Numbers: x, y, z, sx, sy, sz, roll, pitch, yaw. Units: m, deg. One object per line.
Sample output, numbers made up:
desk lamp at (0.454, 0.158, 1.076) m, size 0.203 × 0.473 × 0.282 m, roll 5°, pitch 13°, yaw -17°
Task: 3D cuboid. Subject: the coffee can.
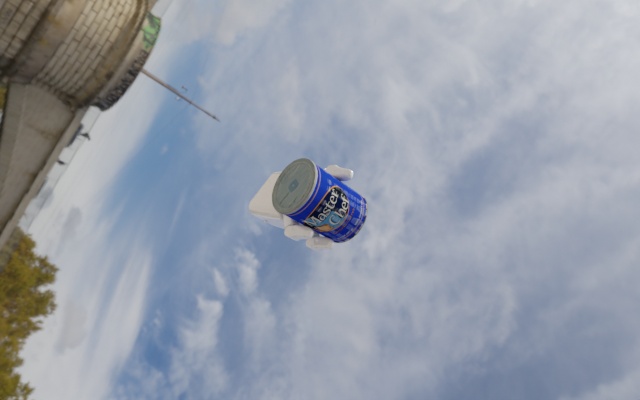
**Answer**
coffee can at (0.000, 0.003, 0.839) m, size 0.103 × 0.102 × 0.140 m, roll 0°, pitch -24°, yaw 47°
